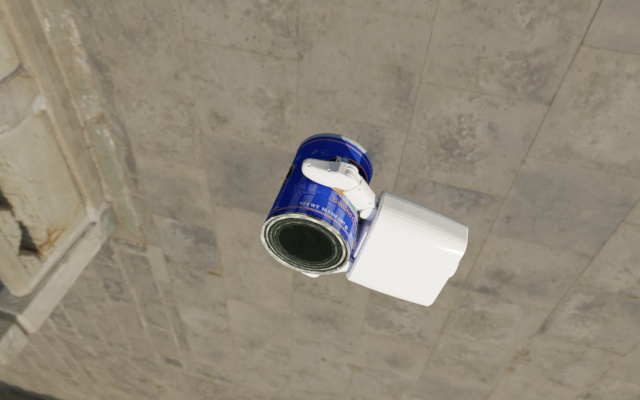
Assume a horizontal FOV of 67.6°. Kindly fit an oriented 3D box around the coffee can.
[{"bbox_3d":[0.000,0.002,0.571,0.103,0.103,0.140,0,44,21],"label":"coffee can"}]
